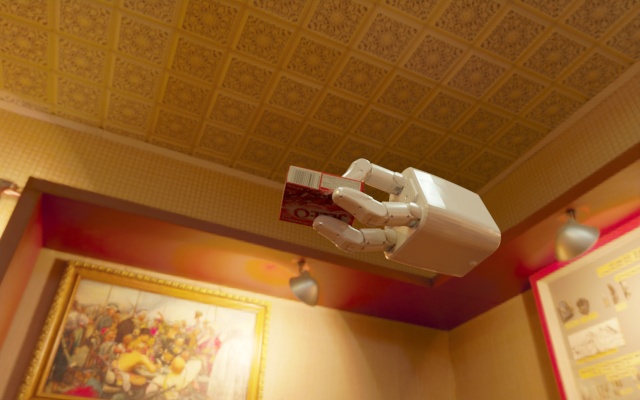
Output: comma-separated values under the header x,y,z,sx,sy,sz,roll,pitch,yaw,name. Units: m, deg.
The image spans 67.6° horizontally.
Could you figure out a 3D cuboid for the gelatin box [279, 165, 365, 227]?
x,y,z,sx,sy,sz,roll,pitch,yaw,name
0.000,0.001,0.557,0.089,0.030,0.073,13,-38,-2,gelatin box
